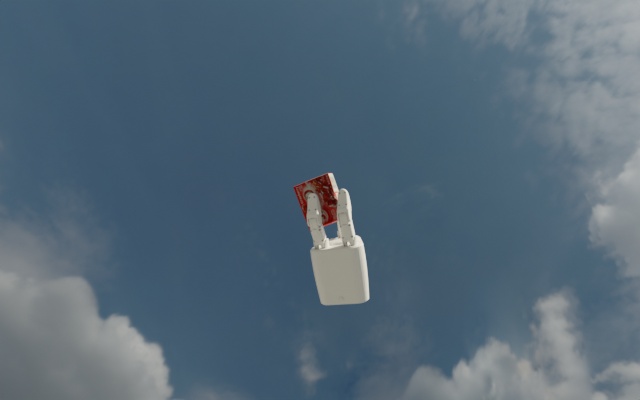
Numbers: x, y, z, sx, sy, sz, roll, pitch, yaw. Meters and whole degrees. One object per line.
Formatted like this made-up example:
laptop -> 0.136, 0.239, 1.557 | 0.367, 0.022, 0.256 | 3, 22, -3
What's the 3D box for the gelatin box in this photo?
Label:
gelatin box -> 0.000, 0.003, 0.879 | 0.073, 0.089, 0.030 | -21, -4, 19
